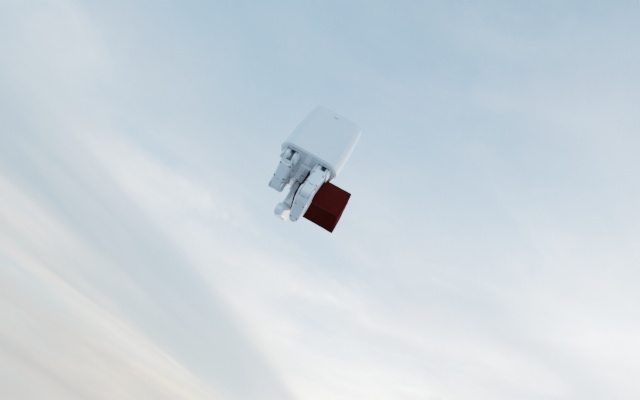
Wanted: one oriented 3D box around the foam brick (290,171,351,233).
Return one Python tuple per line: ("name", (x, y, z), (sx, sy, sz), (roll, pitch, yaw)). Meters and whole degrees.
("foam brick", (0.000, 0.003, 0.744), (0.078, 0.051, 0.053), (29, -34, 6))
